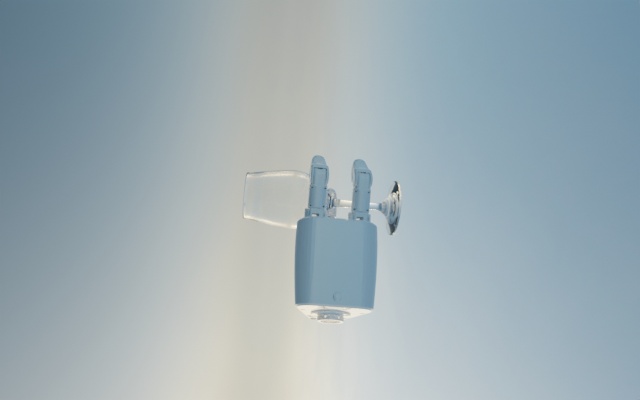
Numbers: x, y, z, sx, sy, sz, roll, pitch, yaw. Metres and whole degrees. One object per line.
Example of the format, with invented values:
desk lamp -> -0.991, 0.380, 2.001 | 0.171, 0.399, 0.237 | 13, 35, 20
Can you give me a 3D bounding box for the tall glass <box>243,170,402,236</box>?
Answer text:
tall glass -> 0.001, 0.002, 0.635 | 0.201, 0.079, 0.079 | 5, -1, -6
